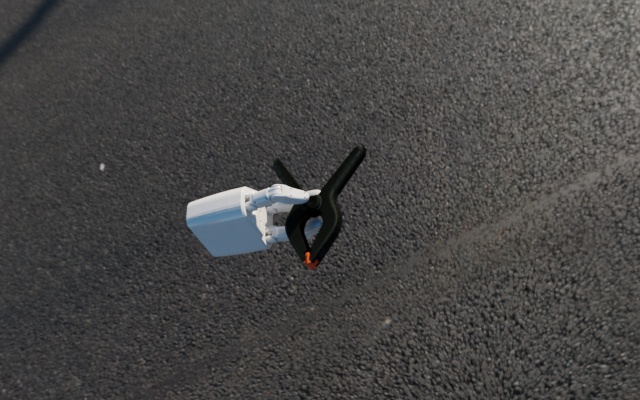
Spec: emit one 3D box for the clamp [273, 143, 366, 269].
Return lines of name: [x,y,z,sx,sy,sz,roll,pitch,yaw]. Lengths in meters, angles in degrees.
clamp: [0.000,0.003,0.754,0.164,0.209,0.036,-14,-31,19]
